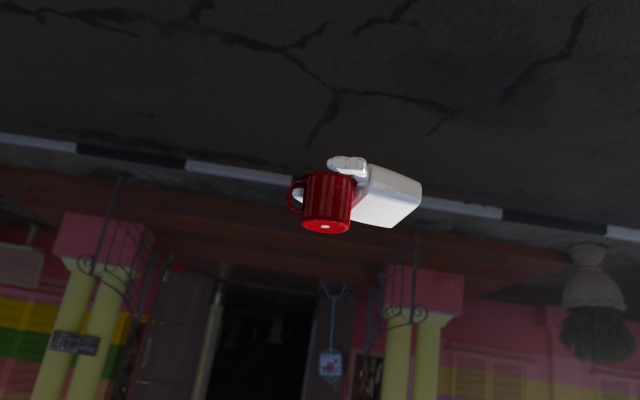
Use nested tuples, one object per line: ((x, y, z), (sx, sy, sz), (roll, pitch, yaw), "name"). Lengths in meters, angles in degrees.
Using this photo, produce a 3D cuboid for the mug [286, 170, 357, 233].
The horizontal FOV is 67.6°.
((-0.001, 0.002, 0.785), (0.117, 0.081, 0.093), (14, -20, -21), "mug")
